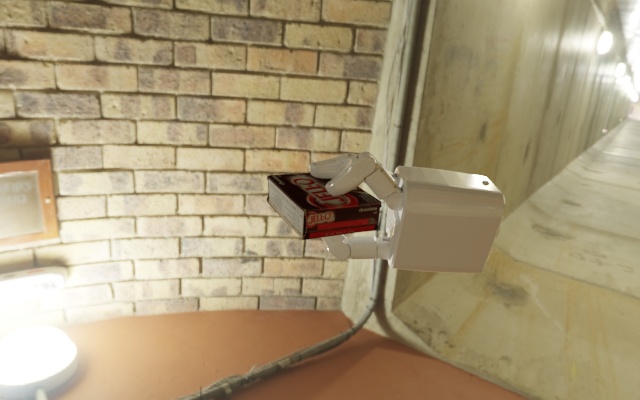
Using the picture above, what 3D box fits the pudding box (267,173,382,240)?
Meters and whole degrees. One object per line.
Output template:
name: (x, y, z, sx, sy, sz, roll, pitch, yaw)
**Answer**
pudding box: (0.000, 0.002, 0.530, 0.090, 0.039, 0.113, -5, 21, -26)
